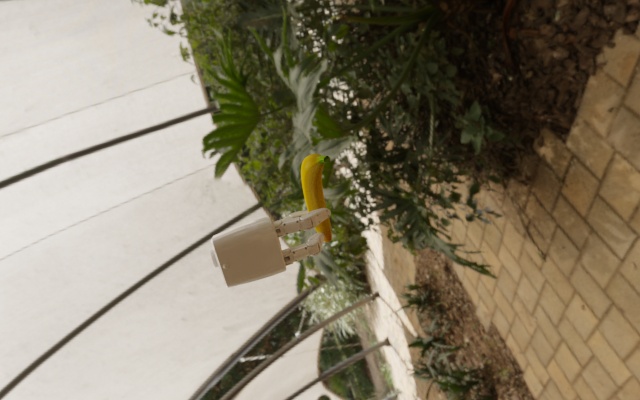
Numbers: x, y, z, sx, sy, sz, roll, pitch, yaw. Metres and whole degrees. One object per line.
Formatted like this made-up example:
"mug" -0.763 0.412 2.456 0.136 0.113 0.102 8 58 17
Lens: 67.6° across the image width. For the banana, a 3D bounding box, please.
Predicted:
"banana" -0.007 -0.011 0.843 0.037 0.198 0.069 -18 44 -14
